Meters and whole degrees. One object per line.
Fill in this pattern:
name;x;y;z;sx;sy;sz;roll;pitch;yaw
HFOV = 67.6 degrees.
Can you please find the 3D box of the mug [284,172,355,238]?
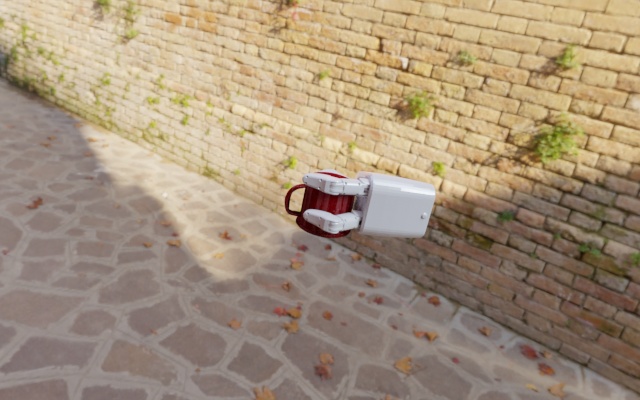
mug;-0.001;0.002;0.773;0.117;0.081;0.093;7;22;-10
